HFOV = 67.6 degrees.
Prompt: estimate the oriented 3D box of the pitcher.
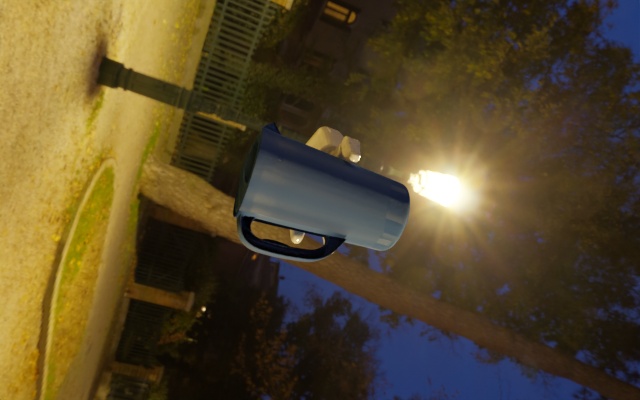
[{"bbox_3d":[0.000,0.002,0.694,0.243,0.149,0.145,18,23,-15],"label":"pitcher"}]
